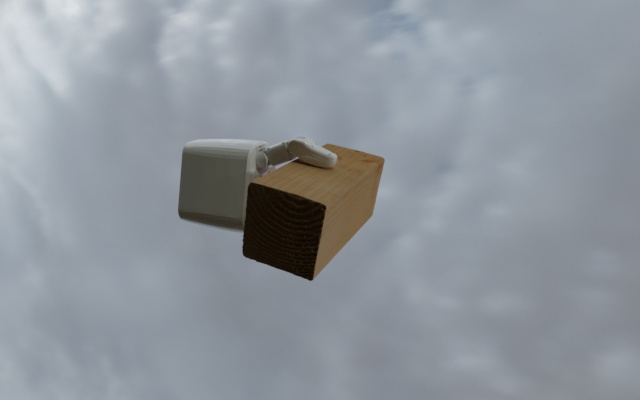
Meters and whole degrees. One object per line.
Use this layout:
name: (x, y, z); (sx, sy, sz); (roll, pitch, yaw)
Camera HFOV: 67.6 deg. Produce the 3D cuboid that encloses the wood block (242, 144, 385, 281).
wood block: (0.000, 0.001, 0.581); (0.090, 0.091, 0.206); (17, 24, 18)
